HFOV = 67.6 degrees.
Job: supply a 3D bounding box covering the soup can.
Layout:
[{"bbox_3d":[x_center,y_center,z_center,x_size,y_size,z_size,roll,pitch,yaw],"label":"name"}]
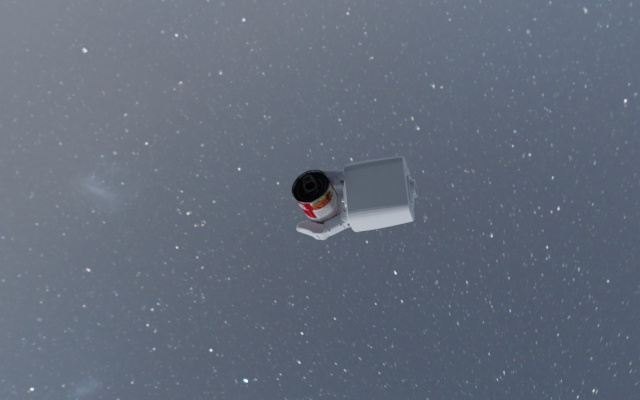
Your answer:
[{"bbox_3d":[0.000,0.003,0.833,0.068,0.068,0.102,0,-33,24],"label":"soup can"}]
